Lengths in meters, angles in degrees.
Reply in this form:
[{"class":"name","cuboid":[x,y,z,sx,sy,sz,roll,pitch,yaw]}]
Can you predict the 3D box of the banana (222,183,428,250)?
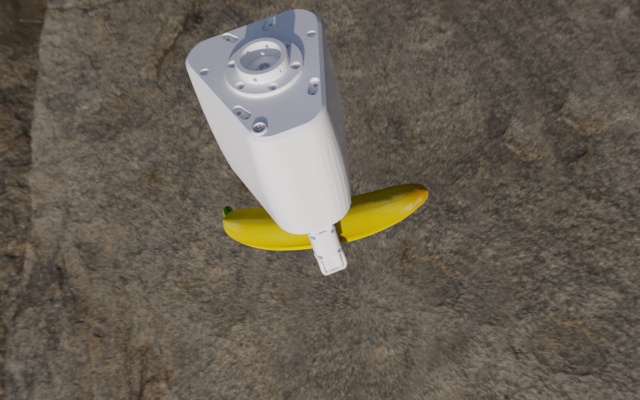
[{"class":"banana","cuboid":[-0.006,0.013,0.417,0.198,0.037,0.069,-4,38,13]}]
